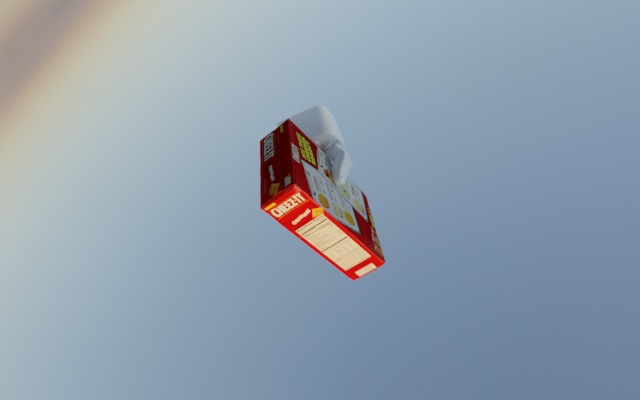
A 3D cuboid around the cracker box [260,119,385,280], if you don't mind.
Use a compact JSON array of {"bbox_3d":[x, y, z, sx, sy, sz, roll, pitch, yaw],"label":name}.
[{"bbox_3d":[0.000,0.002,0.733,0.072,0.164,0.214,-34,-53,20],"label":"cracker box"}]
